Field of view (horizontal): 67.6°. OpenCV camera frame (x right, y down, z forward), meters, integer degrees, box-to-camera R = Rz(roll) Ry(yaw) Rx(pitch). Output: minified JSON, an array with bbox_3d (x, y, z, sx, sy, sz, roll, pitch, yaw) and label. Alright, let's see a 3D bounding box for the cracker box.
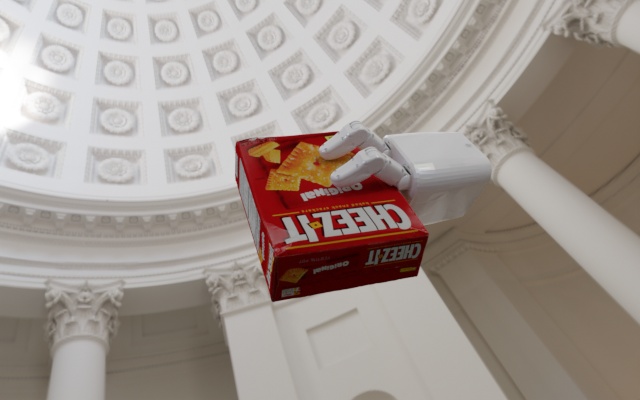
[{"bbox_3d":[0.000,0.002,0.549,0.164,0.072,0.213,-7,39,-17],"label":"cracker box"}]
